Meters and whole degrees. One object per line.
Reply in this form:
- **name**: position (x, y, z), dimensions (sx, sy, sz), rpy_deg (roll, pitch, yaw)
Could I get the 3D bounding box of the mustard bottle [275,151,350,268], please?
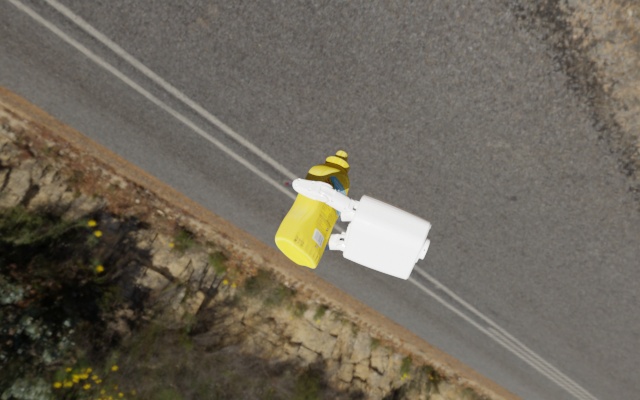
- **mustard bottle**: position (0.000, 0.003, 0.750), dimensions (0.058, 0.191, 0.096), rpy_deg (10, -27, 33)
